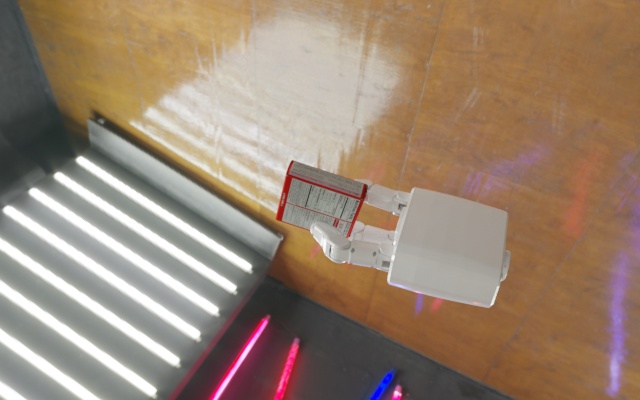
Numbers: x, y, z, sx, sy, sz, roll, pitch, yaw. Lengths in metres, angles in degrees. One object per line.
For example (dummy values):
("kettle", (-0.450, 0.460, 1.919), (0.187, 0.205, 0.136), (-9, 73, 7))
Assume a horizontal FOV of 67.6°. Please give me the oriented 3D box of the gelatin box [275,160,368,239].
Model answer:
("gelatin box", (0.000, 0.002, 0.532), (0.089, 0.073, 0.030), (17, 44, 0))
